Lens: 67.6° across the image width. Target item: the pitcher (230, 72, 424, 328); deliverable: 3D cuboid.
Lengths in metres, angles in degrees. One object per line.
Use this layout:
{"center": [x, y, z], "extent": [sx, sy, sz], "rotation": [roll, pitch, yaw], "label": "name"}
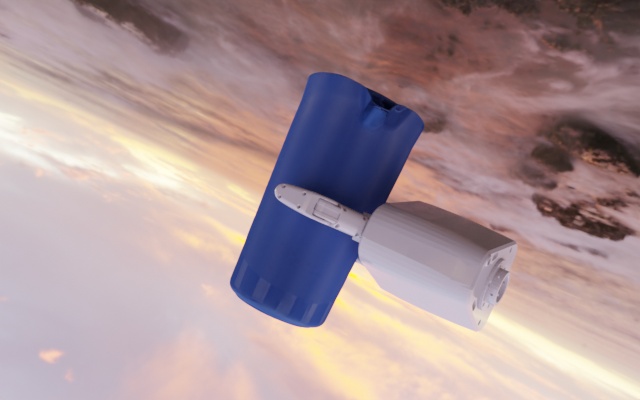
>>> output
{"center": [0.000, 0.002, 0.512], "extent": [0.145, 0.243, 0.149], "rotation": [23, -4, 34], "label": "pitcher"}
